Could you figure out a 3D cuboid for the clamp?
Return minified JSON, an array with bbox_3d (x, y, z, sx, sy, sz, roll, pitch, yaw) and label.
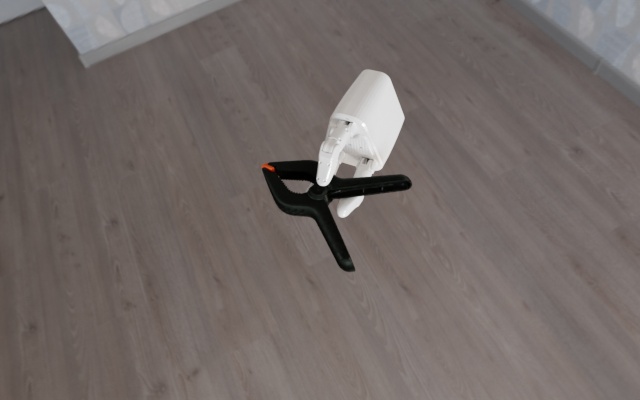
[{"bbox_3d":[0.000,0.001,0.659,0.210,0.164,0.036,19,-32,21],"label":"clamp"}]
